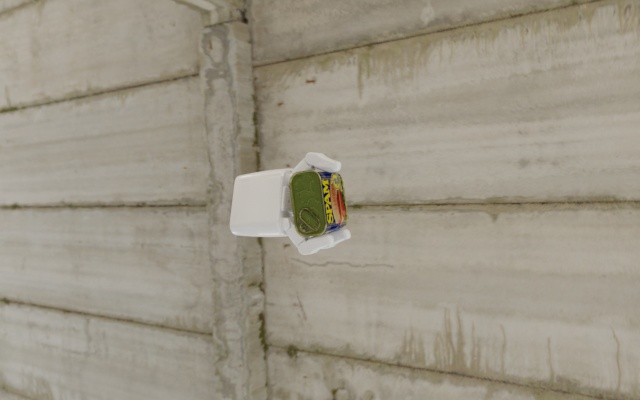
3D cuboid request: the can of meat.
[{"bbox_3d":[0.000,0.002,0.768,0.057,0.102,0.084,-8,-1,30],"label":"can of meat"}]
